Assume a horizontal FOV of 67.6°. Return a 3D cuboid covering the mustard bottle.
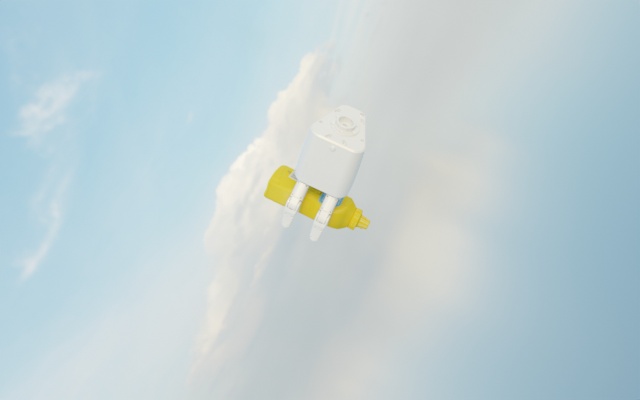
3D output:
[{"bbox_3d":[0.000,0.003,0.860,0.191,0.058,0.096,25,24,3],"label":"mustard bottle"}]
